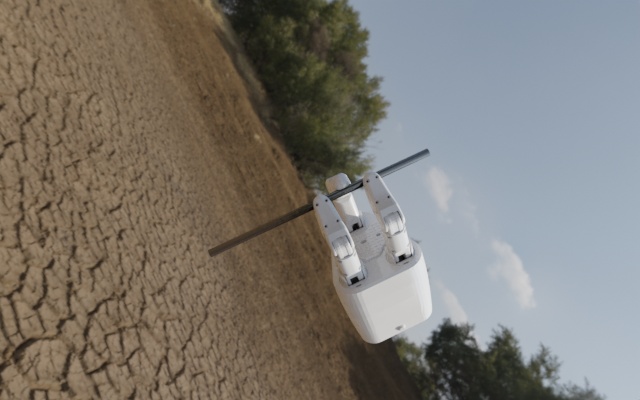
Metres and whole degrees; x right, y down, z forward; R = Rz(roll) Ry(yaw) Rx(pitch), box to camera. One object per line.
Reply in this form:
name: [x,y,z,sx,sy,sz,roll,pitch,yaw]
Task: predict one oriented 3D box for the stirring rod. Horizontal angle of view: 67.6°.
stirring rod: [0.000,0.002,0.476,0.239,0.011,0.011,-25,1,-3]
